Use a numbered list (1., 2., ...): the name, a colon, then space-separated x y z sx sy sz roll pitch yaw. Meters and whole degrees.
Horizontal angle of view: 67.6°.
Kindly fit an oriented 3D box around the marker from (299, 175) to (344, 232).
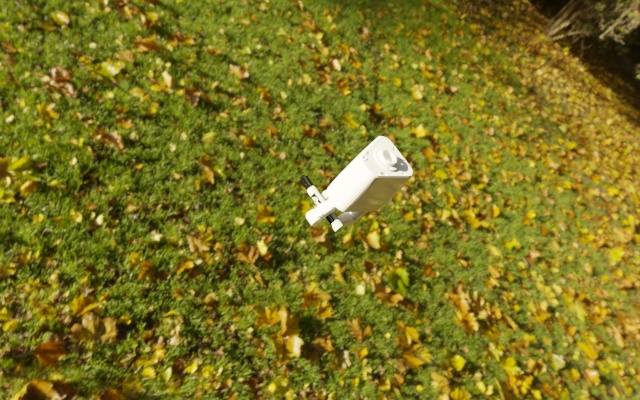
1. marker: 0.000 0.003 0.868 0.020 0.121 0.020 -34 -12 -8
